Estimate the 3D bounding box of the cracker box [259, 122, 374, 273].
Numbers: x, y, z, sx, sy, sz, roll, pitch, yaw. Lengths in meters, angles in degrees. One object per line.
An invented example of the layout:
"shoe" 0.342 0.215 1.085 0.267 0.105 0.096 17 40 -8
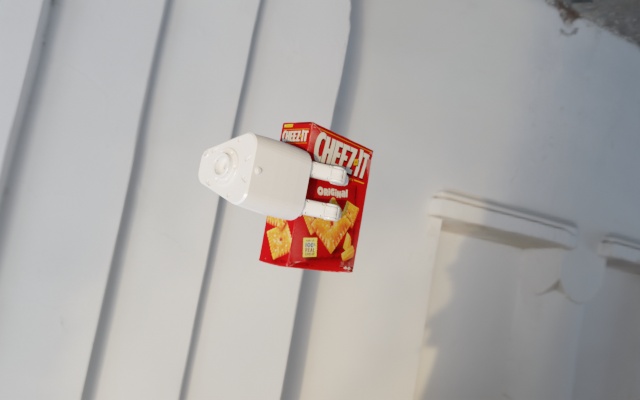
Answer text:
"cracker box" 0.000 0.003 0.754 0.072 0.213 0.164 6 -6 40
